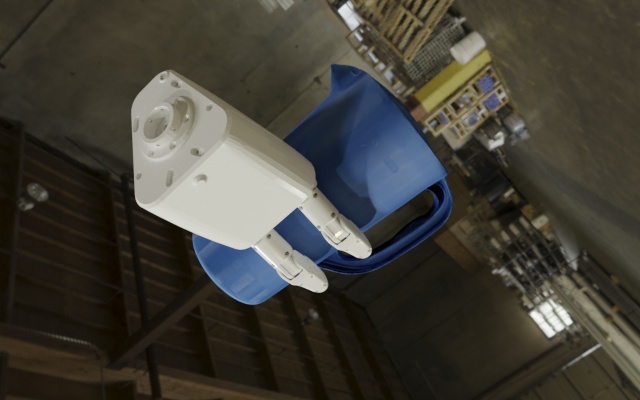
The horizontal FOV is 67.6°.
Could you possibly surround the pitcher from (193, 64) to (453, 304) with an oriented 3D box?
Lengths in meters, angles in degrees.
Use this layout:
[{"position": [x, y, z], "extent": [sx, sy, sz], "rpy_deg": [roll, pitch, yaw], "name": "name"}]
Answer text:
[{"position": [0.000, 0.001, 0.477], "extent": [0.243, 0.149, 0.145], "rpy_deg": [-40, -33, 12], "name": "pitcher"}]
